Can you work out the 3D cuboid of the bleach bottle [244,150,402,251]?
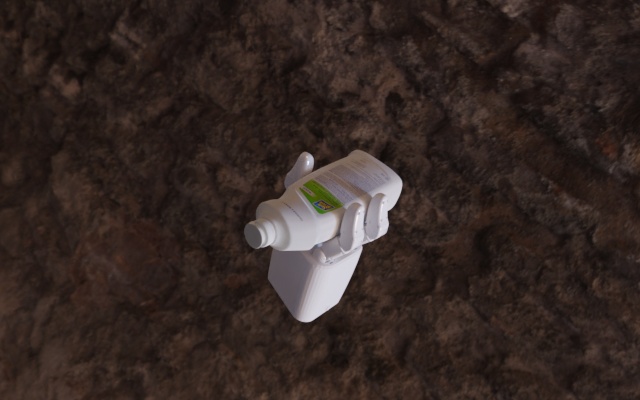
[{"bbox_3d":[0.000,0.002,0.611,0.102,0.068,0.251,36,35,26],"label":"bleach bottle"}]
